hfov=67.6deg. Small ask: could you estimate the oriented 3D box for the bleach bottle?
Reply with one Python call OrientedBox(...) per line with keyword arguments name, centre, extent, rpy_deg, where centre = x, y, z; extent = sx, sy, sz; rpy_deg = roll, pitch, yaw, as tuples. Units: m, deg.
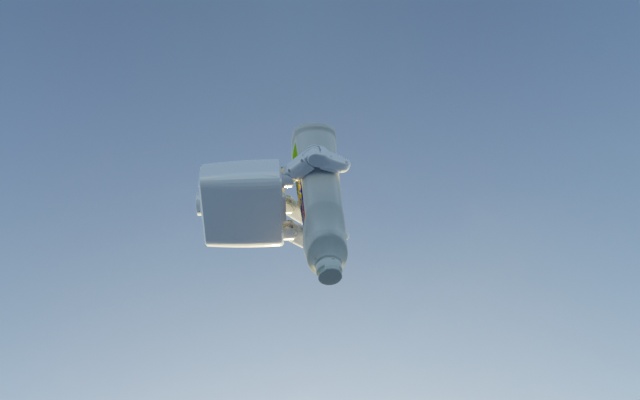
OrientedBox(name="bleach bottle", centre=(0.000, 0.002, 0.637), extent=(0.068, 0.103, 0.250), rpy_deg=(-1, 39, -6))
